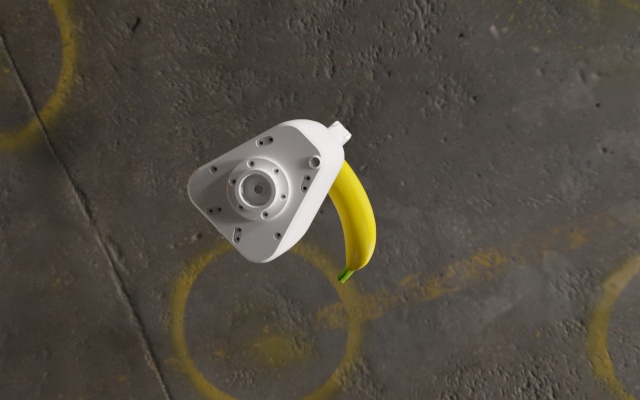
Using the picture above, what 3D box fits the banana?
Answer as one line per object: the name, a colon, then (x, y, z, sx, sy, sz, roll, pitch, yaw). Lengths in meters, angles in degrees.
banana: (0.019, -0.001, 0.552, 0.069, 0.198, 0.037, -19, 5, 11)
